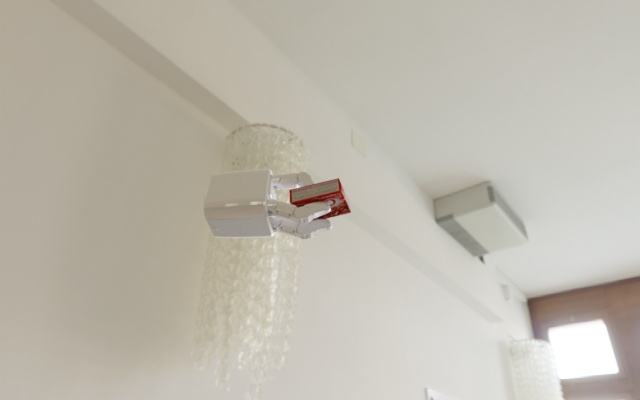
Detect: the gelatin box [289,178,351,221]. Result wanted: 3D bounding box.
[{"bbox_3d":[0.000,0.002,0.806,0.089,0.030,0.073,-14,-34,10],"label":"gelatin box"}]
